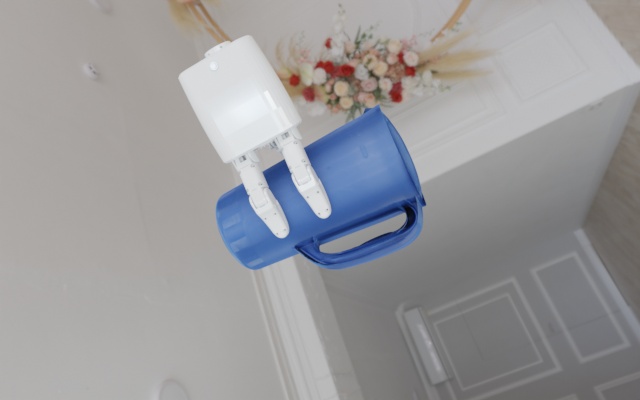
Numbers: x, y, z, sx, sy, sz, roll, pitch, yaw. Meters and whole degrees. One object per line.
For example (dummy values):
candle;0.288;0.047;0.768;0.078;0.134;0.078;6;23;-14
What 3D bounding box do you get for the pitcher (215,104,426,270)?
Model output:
pitcher;0.000;0.002;0.585;0.243;0.145;0.149;-26;15;13
